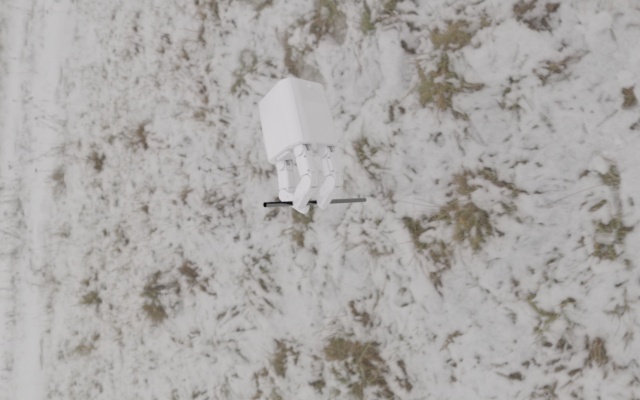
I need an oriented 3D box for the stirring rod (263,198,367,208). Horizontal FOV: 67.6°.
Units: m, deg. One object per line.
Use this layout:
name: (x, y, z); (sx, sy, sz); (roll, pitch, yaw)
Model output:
stirring rod: (0.000, 0.003, 0.776); (0.011, 0.011, 0.239); (0, 2, 42)
